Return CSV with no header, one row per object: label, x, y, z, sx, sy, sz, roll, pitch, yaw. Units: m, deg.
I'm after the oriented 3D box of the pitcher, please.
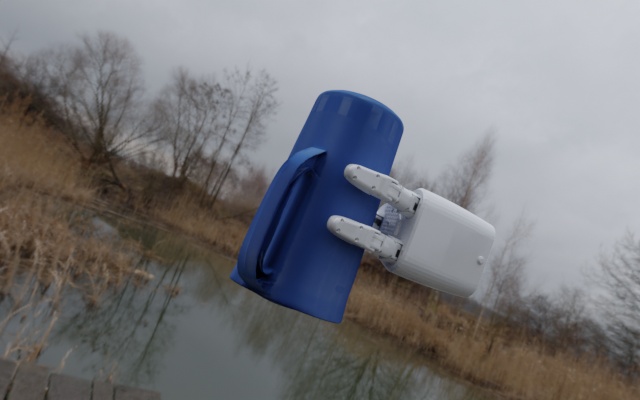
pitcher,0.000,0.002,0.531,0.145,0.243,0.149,24,-7,-15
